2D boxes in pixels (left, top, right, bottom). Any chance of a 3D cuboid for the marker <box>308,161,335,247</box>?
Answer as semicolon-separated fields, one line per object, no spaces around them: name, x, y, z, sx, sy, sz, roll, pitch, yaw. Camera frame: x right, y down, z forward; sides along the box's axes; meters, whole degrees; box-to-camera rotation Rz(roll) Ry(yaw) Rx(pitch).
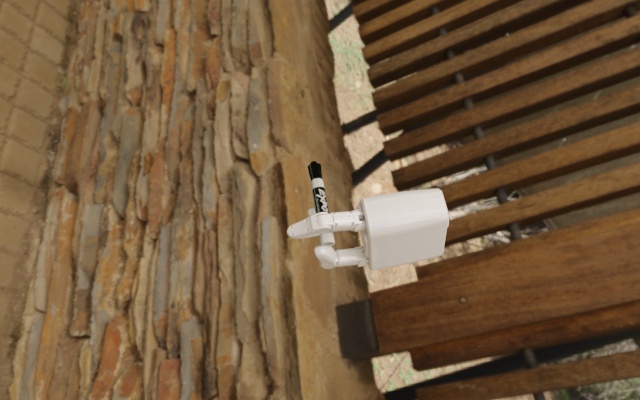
marker;0.000;0.002;0.638;0.020;0.121;0.020;-8;-23;-4
